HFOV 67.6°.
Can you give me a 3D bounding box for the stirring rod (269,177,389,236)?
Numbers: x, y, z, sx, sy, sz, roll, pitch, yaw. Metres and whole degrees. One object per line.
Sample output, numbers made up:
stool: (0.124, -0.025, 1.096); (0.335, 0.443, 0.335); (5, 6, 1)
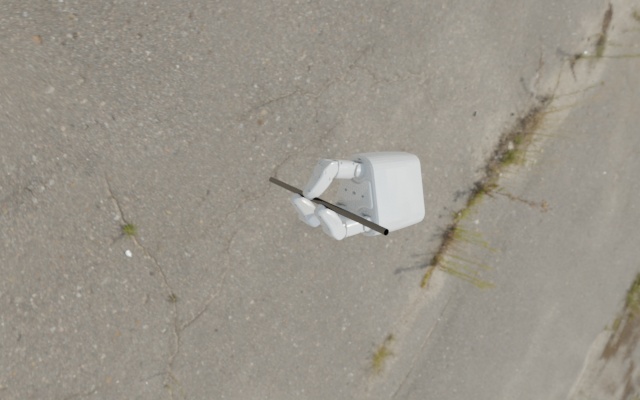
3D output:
stirring rod: (0.000, 0.002, 0.619); (0.011, 0.011, 0.239); (0, 16, -39)
